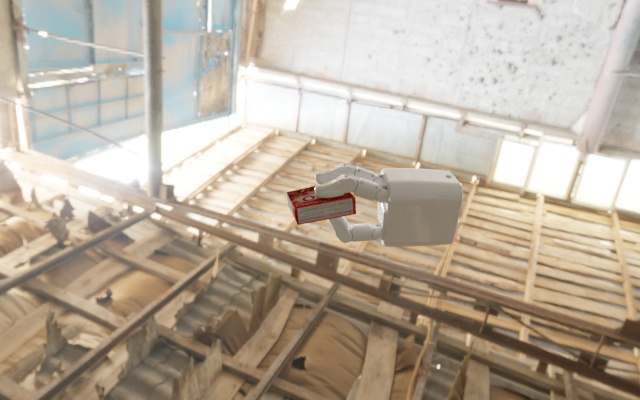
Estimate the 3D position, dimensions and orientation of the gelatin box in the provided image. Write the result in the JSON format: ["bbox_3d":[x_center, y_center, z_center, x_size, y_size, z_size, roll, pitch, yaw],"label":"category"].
[{"bbox_3d":[0.000,0.003,0.700,0.089,0.030,0.073,-11,22,-10],"label":"gelatin box"}]
